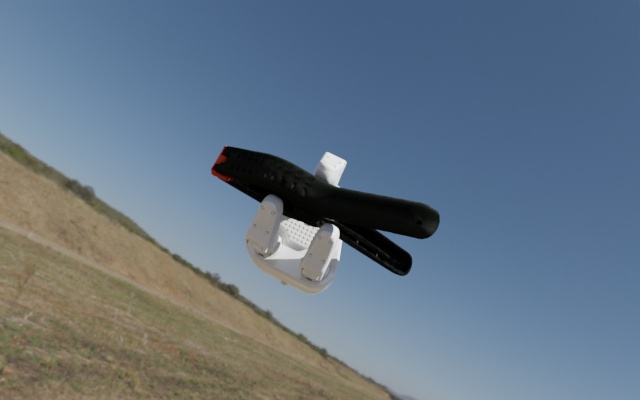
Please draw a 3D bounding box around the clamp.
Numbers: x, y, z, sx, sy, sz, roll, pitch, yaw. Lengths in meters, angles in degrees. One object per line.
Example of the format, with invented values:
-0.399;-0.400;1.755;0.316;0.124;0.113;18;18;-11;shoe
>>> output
0.000;0.000;0.413;0.210;0.036;0.165;26;-17;4;clamp
